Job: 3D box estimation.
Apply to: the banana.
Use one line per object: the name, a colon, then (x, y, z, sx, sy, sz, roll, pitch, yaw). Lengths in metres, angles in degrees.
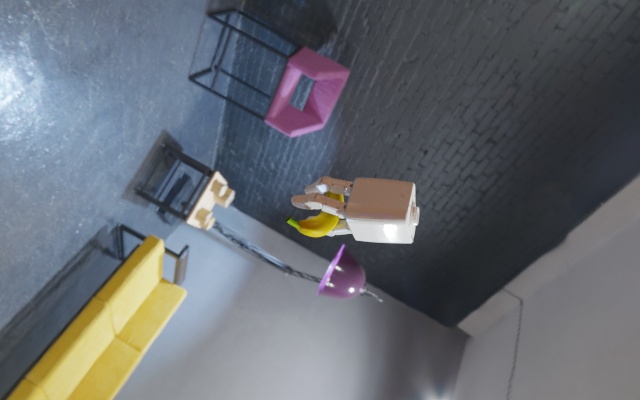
banana: (0.008, 0.020, 0.892, 0.037, 0.069, 0.197, -26, 8, 32)
